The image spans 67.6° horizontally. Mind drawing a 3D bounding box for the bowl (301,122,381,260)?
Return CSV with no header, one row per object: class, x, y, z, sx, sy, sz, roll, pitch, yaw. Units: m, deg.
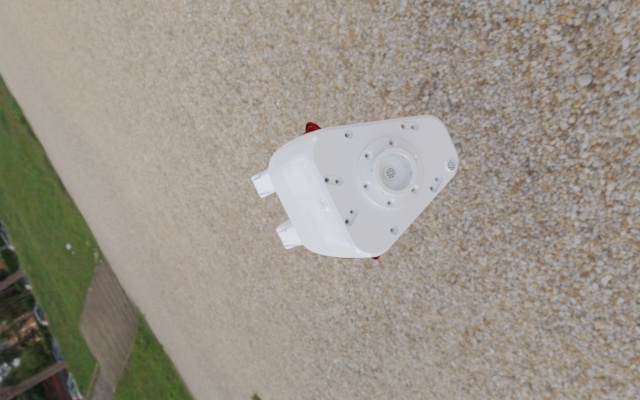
bowl,0.000,0.002,0.504,0.055,0.162,0.162,-27,4,-8
